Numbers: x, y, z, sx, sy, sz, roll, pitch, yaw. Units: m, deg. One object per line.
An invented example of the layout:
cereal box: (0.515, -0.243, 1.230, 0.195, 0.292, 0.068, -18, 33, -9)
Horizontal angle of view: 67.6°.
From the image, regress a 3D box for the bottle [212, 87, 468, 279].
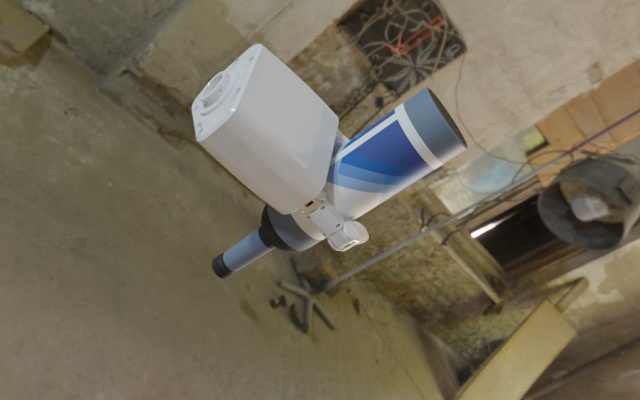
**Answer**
bottle: (0.000, 0.002, 0.481, 0.296, 0.069, 0.069, -34, -15, 23)
